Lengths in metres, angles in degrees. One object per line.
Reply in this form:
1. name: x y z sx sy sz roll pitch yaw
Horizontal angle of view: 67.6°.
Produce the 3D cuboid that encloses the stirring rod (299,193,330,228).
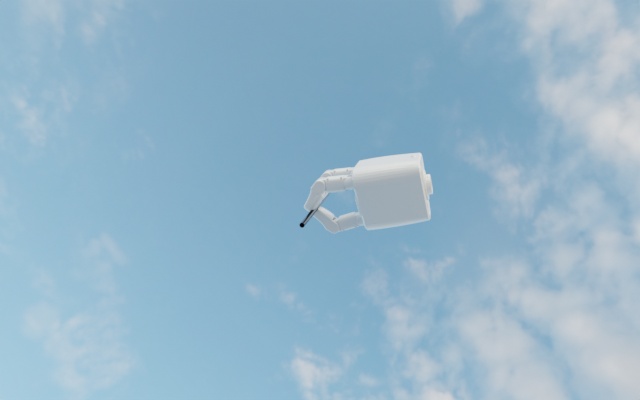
1. stirring rod: 0.000 0.003 0.830 0.011 0.011 0.239 0 17 14
